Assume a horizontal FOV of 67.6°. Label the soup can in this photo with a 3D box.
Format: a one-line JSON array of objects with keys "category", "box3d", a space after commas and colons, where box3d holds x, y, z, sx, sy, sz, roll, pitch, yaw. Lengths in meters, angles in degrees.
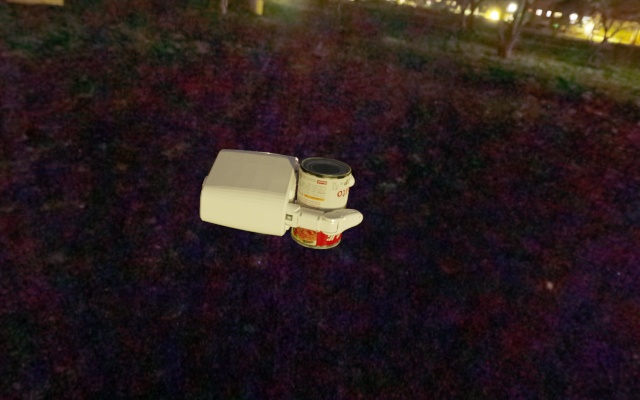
[{"category": "soup can", "box3d": [0.001, 0.002, 0.624, 0.068, 0.102, 0.068, 7, 24, -3]}]
